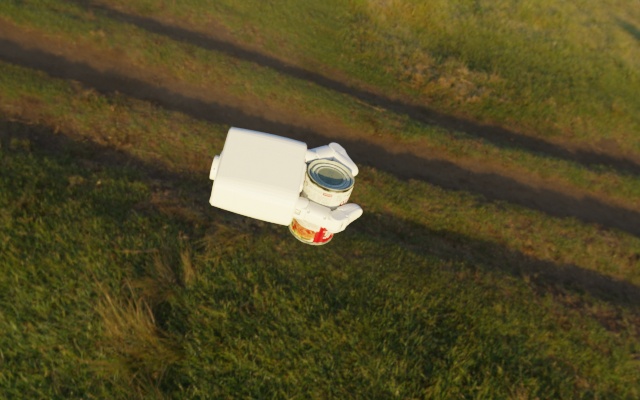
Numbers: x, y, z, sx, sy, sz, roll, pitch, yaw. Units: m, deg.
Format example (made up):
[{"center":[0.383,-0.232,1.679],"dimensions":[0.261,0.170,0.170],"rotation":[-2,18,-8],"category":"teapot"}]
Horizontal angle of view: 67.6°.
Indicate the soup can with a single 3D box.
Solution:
[{"center":[0.001,0.002,0.659],"dimensions":[0.068,0.102,0.068],"rotation":[12,40,-10],"category":"soup can"}]
